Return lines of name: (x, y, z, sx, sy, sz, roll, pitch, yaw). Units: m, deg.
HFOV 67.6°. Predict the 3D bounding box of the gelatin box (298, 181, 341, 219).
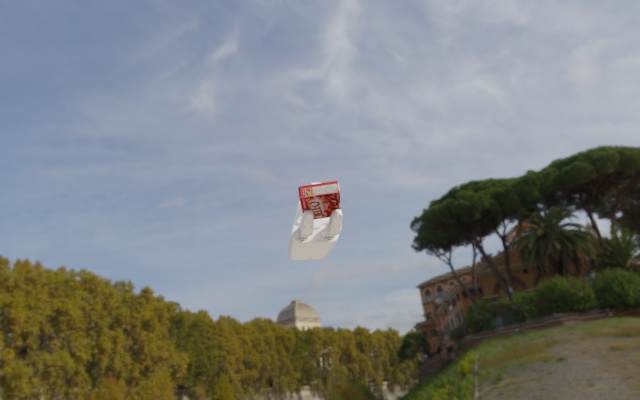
gelatin box: (0.000, 0.002, 0.886, 0.073, 0.030, 0.089, -8, -31, 0)
